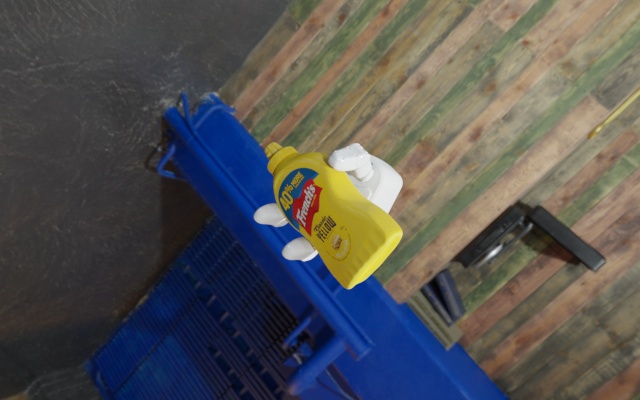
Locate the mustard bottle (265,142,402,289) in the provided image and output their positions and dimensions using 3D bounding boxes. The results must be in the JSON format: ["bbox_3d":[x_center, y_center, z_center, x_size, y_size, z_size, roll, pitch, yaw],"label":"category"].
[{"bbox_3d":[0.000,0.002,0.550,0.058,0.191,0.096,-21,-28,-46],"label":"mustard bottle"}]
